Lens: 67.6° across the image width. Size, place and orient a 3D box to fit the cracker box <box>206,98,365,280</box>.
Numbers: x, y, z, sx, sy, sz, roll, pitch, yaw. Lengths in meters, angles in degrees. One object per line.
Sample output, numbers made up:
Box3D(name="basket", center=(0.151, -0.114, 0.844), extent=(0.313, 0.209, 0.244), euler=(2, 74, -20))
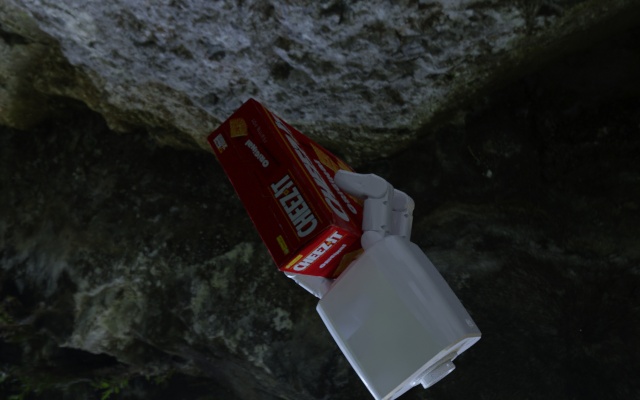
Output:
Box3D(name="cracker box", center=(0.000, 0.002, 0.512), extent=(0.072, 0.164, 0.214), euler=(-41, -29, 13))
